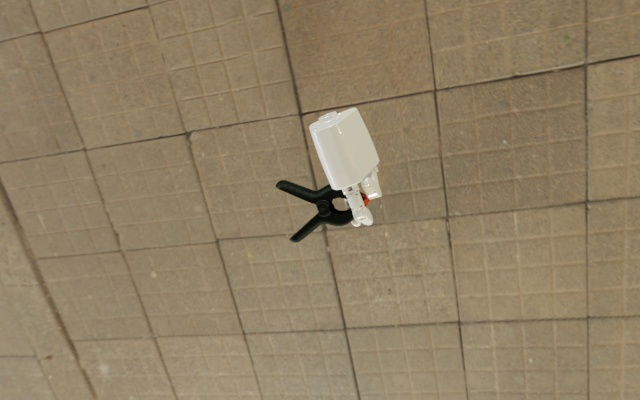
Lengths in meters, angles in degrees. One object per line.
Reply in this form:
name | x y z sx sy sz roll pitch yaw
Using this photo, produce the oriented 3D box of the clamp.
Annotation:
clamp | 0.000 0.003 0.864 0.171 0.120 0.039 -18 17 18
